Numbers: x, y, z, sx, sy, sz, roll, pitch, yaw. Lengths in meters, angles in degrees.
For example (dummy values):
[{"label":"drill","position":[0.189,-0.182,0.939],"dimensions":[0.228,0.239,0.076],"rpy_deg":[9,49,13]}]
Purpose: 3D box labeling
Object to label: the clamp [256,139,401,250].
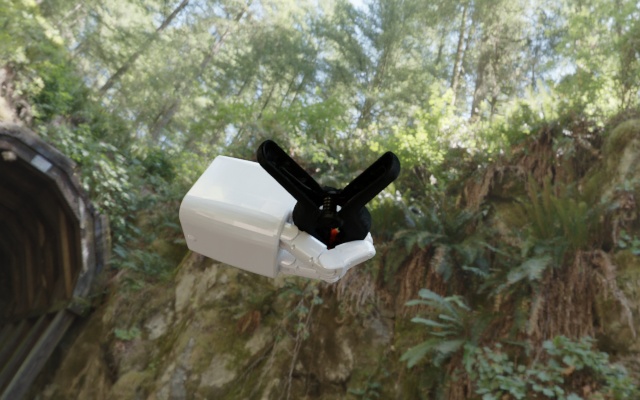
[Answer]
[{"label":"clamp","position":[0.000,0.001,0.455],"dimensions":[0.120,0.039,0.172],"rpy_deg":[16,-35,4]}]
